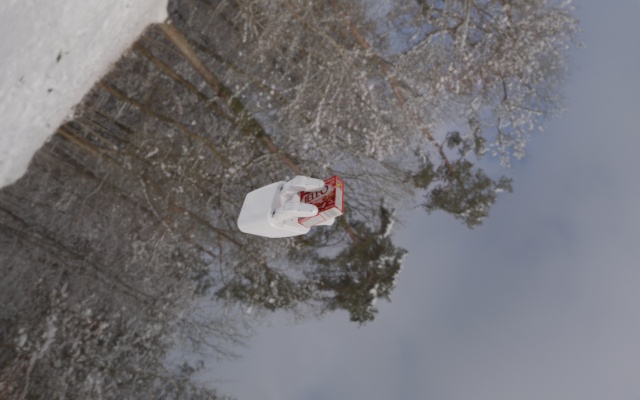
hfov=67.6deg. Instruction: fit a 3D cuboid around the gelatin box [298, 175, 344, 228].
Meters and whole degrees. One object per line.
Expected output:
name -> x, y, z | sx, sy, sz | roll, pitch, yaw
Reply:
gelatin box -> 0.001, 0.003, 0.885 | 0.089, 0.073, 0.030 | -23, -44, 32
